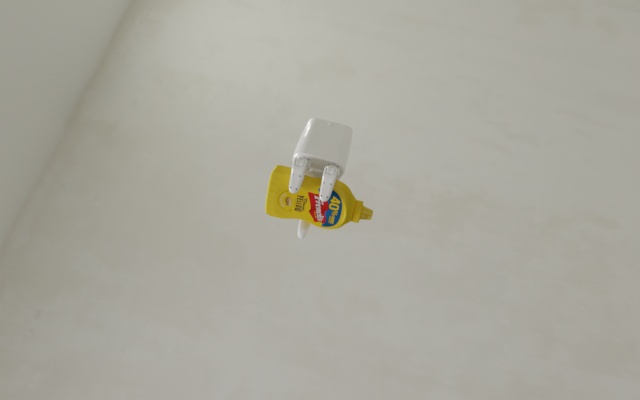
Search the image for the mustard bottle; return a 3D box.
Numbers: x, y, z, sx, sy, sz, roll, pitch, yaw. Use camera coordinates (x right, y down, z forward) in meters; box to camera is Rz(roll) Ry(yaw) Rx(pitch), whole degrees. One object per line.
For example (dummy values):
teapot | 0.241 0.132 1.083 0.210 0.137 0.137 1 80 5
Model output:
mustard bottle | 0.000 0.003 0.864 0.191 0.096 0.058 14 28 3
